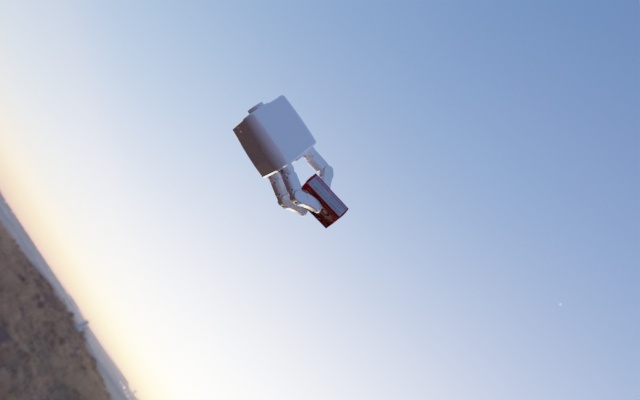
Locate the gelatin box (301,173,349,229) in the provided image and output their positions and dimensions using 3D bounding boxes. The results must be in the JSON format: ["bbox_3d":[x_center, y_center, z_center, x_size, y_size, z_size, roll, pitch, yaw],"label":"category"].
[{"bbox_3d":[0.001,0.003,0.864,0.030,0.089,0.073,-44,0,-27],"label":"gelatin box"}]
